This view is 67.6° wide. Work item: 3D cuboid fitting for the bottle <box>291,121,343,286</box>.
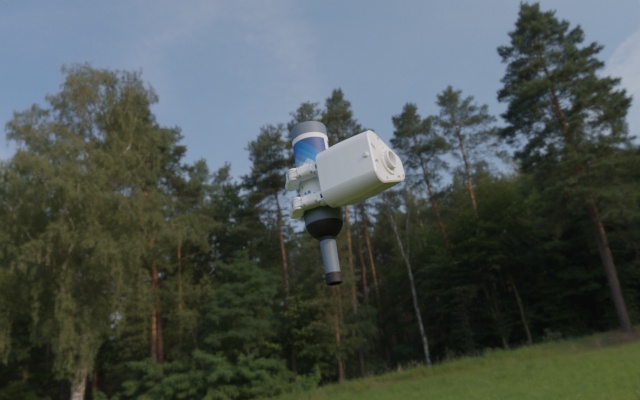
[{"bbox_3d":[0.000,0.003,0.841,0.069,0.295,0.069,-9,-22,-3],"label":"bottle"}]
